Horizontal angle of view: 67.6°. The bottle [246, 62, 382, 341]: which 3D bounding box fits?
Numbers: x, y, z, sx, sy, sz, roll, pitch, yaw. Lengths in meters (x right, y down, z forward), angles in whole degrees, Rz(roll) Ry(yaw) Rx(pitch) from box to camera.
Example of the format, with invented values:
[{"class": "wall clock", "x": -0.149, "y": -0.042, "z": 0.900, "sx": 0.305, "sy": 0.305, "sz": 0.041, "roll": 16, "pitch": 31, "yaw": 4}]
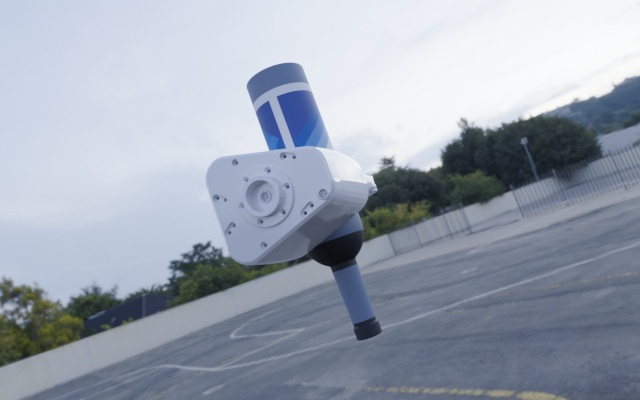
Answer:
[{"class": "bottle", "x": 0.000, "y": 0.001, "z": 0.507, "sx": 0.069, "sy": 0.295, "sz": 0.069, "roll": -20, "pitch": -8, "yaw": -3}]
